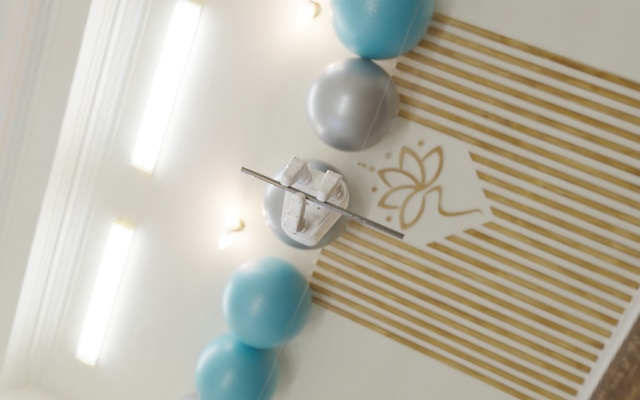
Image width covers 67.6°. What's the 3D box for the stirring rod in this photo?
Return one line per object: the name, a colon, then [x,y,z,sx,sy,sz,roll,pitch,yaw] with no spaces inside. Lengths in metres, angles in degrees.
stirring rod: [0.000,0.002,0.648,0.239,0.011,0.011,23,4,9]
